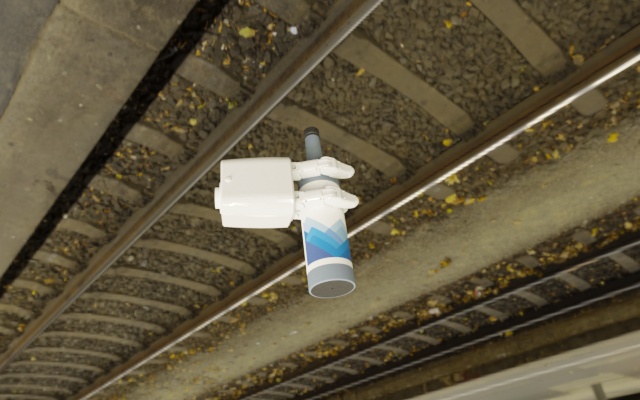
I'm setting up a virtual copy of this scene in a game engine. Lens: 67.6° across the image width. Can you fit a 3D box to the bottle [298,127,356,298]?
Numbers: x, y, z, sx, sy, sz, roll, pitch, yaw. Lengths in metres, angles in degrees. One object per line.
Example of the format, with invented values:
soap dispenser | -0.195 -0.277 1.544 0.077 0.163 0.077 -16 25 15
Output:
bottle | 0.000 0.003 0.752 0.069 0.295 0.069 -5 -33 -4
